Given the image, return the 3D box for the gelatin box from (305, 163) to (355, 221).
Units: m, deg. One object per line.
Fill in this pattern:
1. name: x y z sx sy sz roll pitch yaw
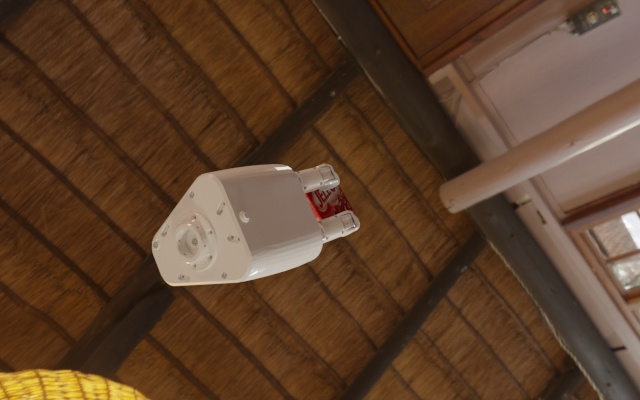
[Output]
1. gelatin box: 0.000 0.002 0.550 0.030 0.073 0.089 -28 4 26
